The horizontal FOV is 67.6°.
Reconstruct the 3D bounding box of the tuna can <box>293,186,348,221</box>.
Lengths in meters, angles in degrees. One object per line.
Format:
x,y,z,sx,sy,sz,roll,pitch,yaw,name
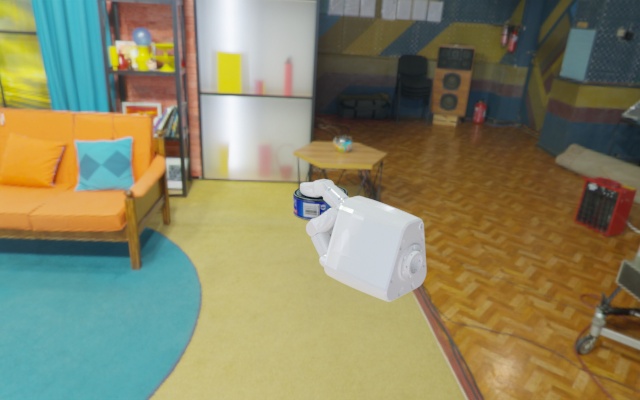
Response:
0.000,0.002,0.739,0.086,0.034,0.086,-1,18,0,tuna can
